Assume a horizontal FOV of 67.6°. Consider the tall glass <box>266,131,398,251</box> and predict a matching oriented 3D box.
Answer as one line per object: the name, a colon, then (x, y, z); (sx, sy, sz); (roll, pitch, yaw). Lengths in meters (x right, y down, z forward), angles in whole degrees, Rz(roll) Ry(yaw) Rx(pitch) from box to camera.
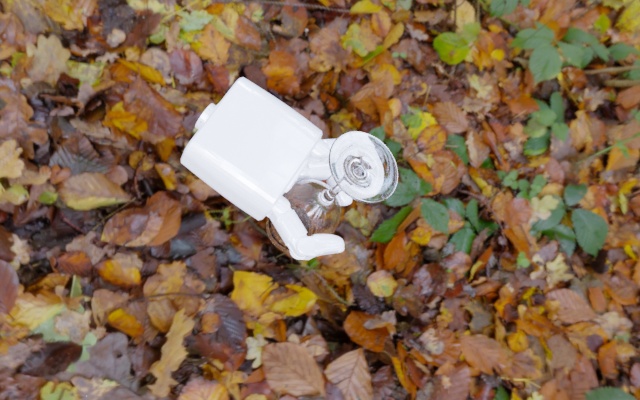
tall glass: (0.000, 0.002, 0.531); (0.079, 0.079, 0.201); (0, -20, -26)
